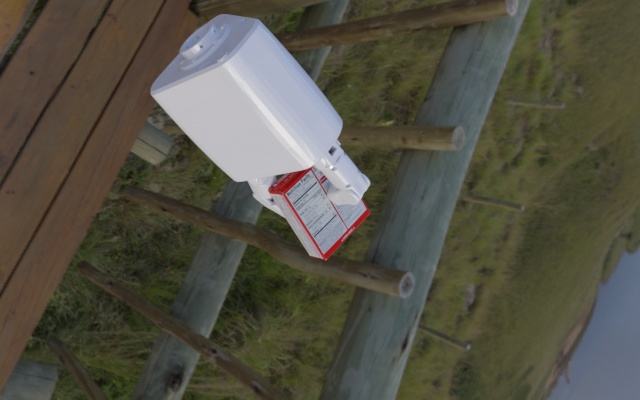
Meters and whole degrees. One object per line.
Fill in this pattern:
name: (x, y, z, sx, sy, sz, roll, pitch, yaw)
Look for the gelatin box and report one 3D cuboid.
gelatin box: (0.001, 0.002, 0.469, 0.073, 0.089, 0.030, -45, 28, -25)
